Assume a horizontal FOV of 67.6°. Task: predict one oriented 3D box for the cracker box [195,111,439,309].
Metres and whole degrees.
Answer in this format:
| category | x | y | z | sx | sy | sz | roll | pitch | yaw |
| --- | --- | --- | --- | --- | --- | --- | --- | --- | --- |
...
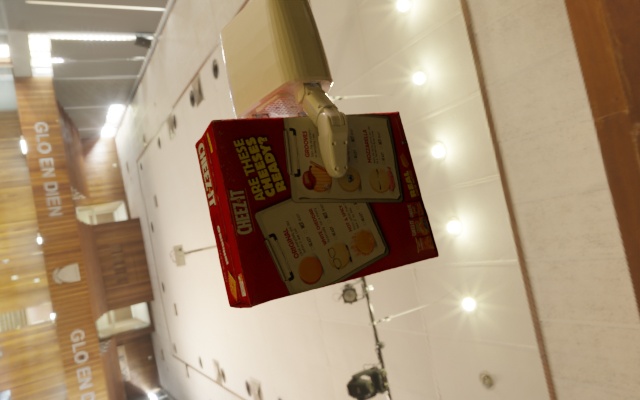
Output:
| category | x | y | z | sx | sy | sz | roll | pitch | yaw |
| --- | --- | --- | --- | --- | --- | --- | --- | --- | --- |
| cracker box | 0.000 | 0.001 | 0.478 | 0.213 | 0.164 | 0.072 | -9 | -9 | -30 |
